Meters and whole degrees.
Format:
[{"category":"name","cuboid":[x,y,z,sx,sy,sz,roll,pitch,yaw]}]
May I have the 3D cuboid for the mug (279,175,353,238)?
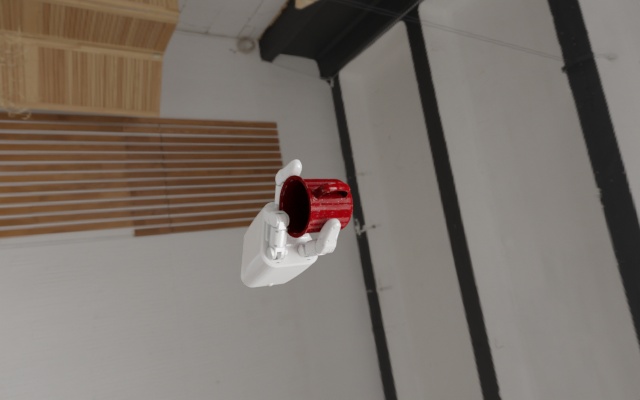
[{"category":"mug","cuboid":[0.001,0.002,0.714,0.081,0.093,0.117,-2,-26,-34]}]
